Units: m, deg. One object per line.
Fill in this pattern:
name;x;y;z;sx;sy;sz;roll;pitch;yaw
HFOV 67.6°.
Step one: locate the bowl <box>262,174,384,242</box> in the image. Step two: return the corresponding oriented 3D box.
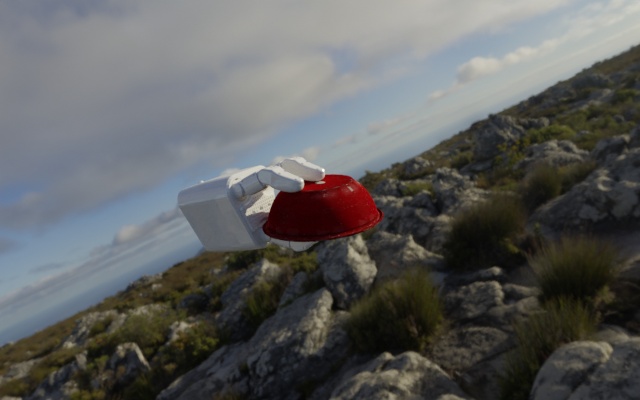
bowl;0.001;0.002;0.629;0.162;0.055;0.162;-6;15;2
